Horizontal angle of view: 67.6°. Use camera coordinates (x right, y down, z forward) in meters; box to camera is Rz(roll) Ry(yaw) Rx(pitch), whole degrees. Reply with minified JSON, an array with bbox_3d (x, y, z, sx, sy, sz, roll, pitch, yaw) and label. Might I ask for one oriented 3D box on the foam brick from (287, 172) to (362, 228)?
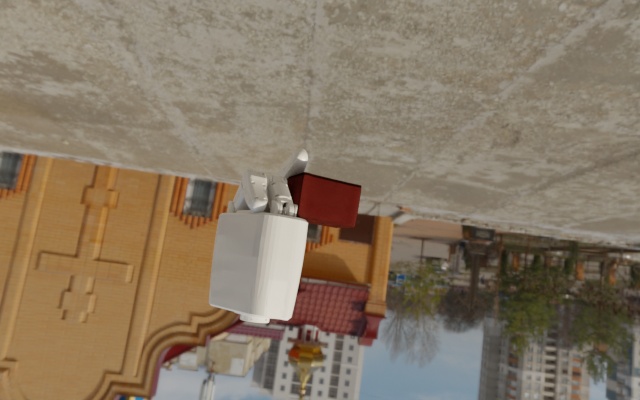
[{"bbox_3d":[0.000,0.002,0.565,0.078,0.051,0.053,12,-10,-25],"label":"foam brick"}]
